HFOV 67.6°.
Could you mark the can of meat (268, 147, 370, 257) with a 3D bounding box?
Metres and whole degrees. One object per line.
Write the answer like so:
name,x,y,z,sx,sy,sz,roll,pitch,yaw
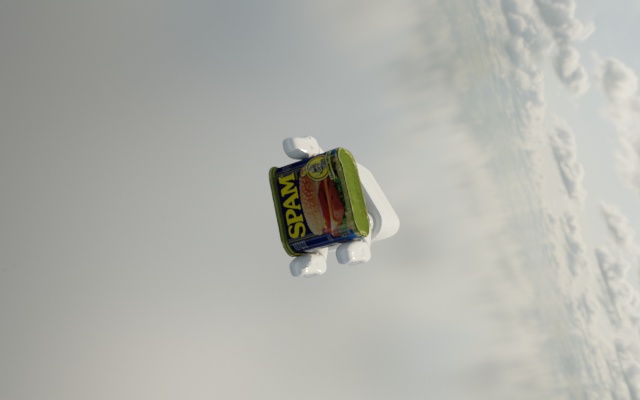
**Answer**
can of meat,0.000,0.001,0.511,0.084,0.102,0.057,-17,-13,21
